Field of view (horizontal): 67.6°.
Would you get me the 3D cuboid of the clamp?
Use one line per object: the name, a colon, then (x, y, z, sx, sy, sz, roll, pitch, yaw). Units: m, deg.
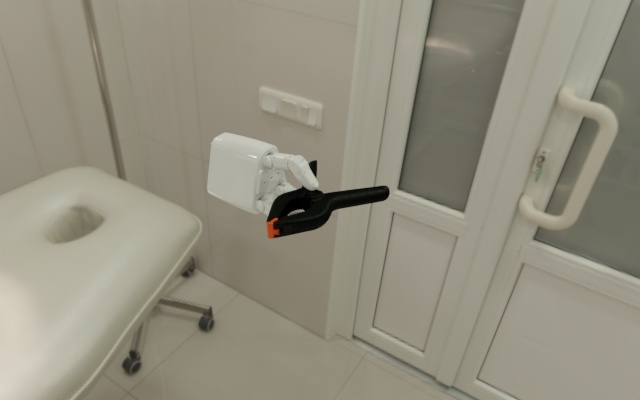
clamp: (0.000, 0.002, 0.751, 0.164, 0.036, 0.210, 17, 36, 28)
